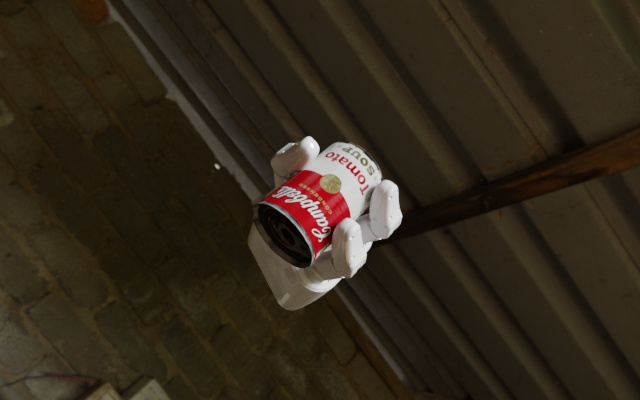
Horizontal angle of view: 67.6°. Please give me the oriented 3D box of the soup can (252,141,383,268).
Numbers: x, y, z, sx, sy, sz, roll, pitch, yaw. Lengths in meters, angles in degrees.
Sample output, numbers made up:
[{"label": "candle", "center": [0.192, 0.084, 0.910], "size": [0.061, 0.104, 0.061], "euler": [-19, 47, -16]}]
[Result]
[{"label": "soup can", "center": [0.000, 0.001, 0.420], "size": [0.102, 0.068, 0.068], "euler": [-41, 24, -31]}]
